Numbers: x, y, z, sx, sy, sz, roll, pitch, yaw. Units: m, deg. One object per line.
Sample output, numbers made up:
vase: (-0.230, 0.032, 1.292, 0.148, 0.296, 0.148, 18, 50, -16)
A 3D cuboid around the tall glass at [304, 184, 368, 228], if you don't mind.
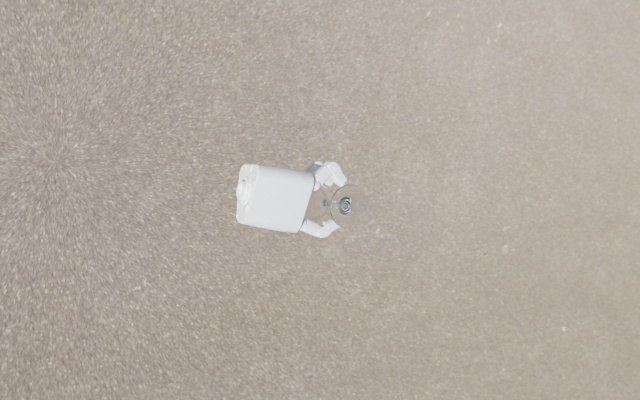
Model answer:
tall glass: (0.001, 0.003, 0.887, 0.079, 0.079, 0.201, 0, 4, -29)
